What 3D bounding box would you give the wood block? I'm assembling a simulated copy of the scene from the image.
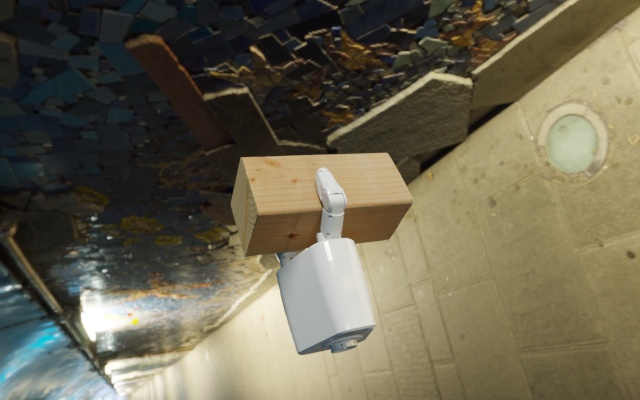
[{"bbox_3d":[0.000,0.002,0.618,0.206,0.090,0.091,-4,-38,-24],"label":"wood block"}]
